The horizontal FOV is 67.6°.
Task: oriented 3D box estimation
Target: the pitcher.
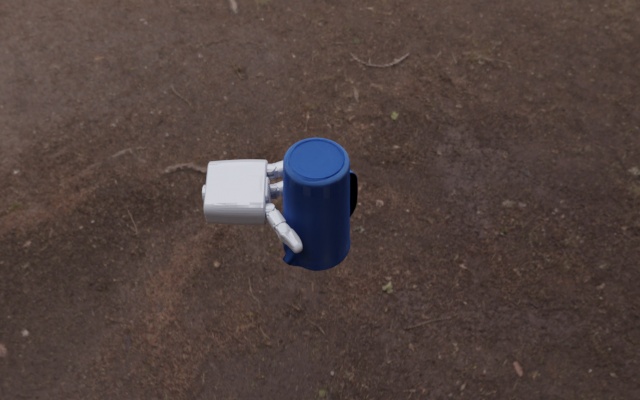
[{"bbox_3d":[0.000,0.003,0.855,0.145,0.149,0.243,1,-39,0],"label":"pitcher"}]
